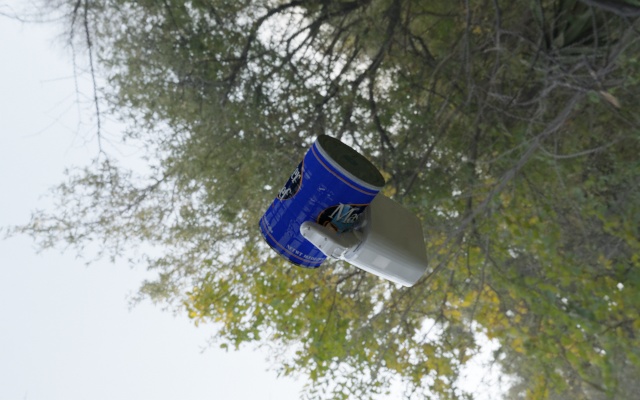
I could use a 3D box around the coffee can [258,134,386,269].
[{"bbox_3d":[0.000,0.002,0.609,0.103,0.140,0.102,31,22,-14],"label":"coffee can"}]
